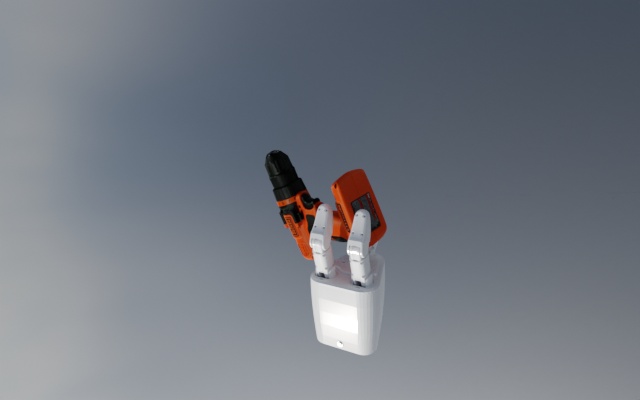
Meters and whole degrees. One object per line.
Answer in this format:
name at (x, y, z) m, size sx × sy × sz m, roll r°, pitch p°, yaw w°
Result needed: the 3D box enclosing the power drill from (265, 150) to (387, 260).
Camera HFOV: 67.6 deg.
power drill at (0.000, 0.003, 0.696) m, size 0.057 × 0.184 × 0.187 m, roll -32°, pitch 14°, yaw -30°
